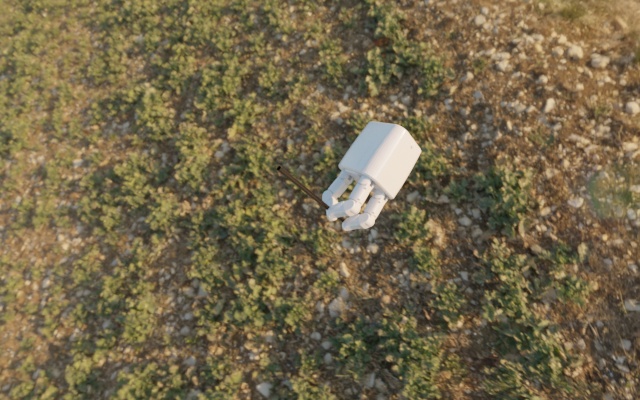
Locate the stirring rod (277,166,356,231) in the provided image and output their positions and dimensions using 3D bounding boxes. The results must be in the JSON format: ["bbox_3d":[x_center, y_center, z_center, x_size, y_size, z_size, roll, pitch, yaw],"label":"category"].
[{"bbox_3d":[0.000,0.003,0.815,0.011,0.011,0.240,0,-26,36],"label":"stirring rod"}]
